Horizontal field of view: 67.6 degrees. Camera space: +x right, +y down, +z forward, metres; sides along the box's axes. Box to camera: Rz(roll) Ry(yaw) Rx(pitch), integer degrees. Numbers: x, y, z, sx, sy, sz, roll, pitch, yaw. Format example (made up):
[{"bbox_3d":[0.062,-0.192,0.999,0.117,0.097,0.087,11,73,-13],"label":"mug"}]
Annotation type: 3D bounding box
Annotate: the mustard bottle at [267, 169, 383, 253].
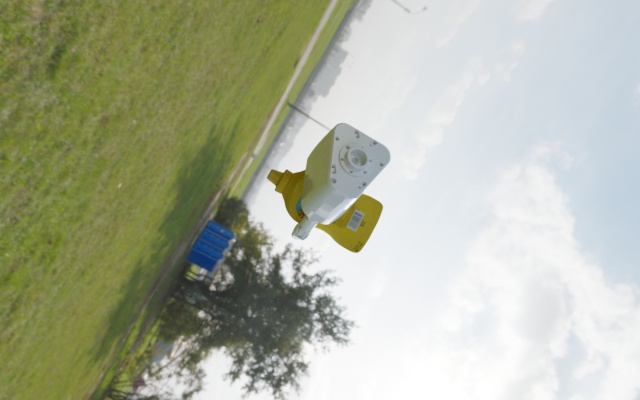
[{"bbox_3d":[0.000,0.003,0.781,0.191,0.096,0.058,29,-3,-9],"label":"mustard bottle"}]
